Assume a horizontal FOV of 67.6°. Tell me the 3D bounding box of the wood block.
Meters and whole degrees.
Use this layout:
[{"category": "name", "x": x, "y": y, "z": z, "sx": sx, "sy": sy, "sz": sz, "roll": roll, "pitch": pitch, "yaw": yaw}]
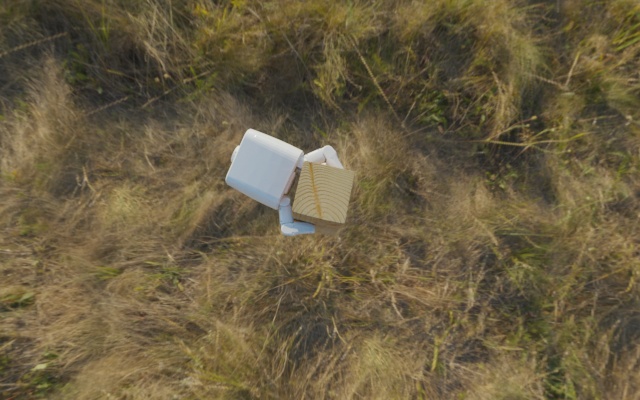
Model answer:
[{"category": "wood block", "x": 0.000, "y": 0.003, "z": 0.876, "sx": 0.090, "sy": 0.091, "sz": 0.206, "roll": 13, "pitch": -10, "yaw": -1}]
